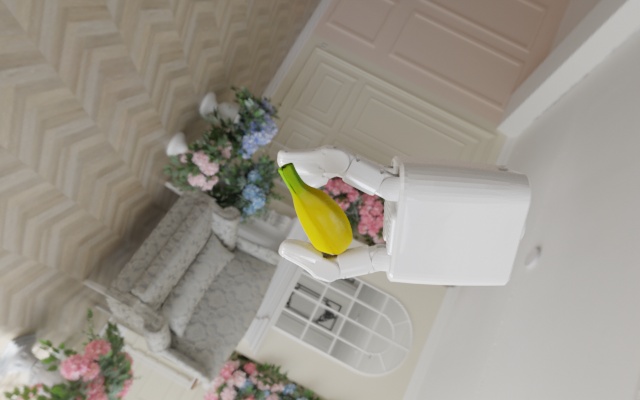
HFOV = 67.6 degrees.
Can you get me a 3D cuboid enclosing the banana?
[{"bbox_3d":[0.006,0.018,0.441,0.037,0.069,0.198,-20,-13,2],"label":"banana"}]
